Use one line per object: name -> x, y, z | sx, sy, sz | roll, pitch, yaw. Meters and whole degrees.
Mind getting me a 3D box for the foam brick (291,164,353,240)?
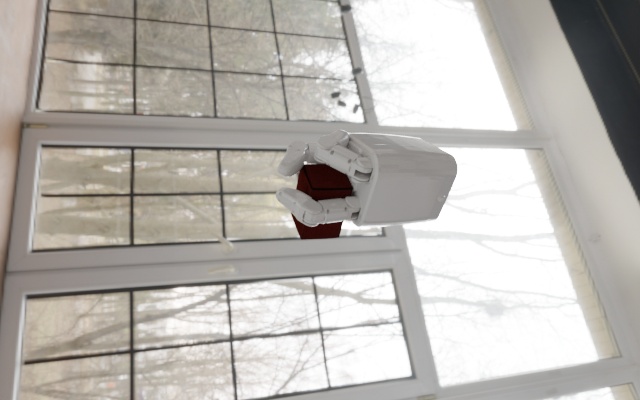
foam brick -> 0.000, 0.002, 0.574 | 0.051, 0.078, 0.053 | -1, 39, -19
